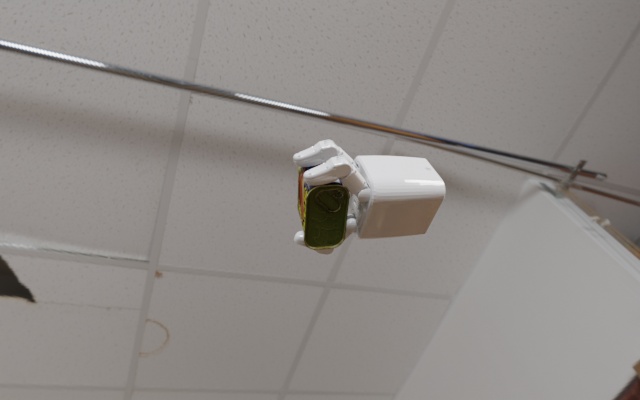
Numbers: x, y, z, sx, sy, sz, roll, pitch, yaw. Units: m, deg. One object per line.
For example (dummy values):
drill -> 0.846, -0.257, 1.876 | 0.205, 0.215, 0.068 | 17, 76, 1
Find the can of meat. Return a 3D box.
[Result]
can of meat -> 0.000, 0.002, 0.661 | 0.057, 0.102, 0.084 | -3, 33, -11
